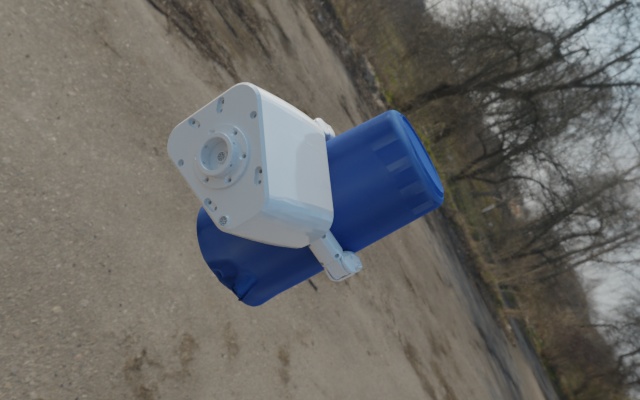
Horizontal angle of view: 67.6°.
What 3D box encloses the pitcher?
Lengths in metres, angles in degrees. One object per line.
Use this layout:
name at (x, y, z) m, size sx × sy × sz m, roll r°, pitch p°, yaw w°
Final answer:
pitcher at (0.000, 0.002, 0.518) m, size 0.243 × 0.149 × 0.145 m, roll -28°, pitch -20°, yaw 19°
